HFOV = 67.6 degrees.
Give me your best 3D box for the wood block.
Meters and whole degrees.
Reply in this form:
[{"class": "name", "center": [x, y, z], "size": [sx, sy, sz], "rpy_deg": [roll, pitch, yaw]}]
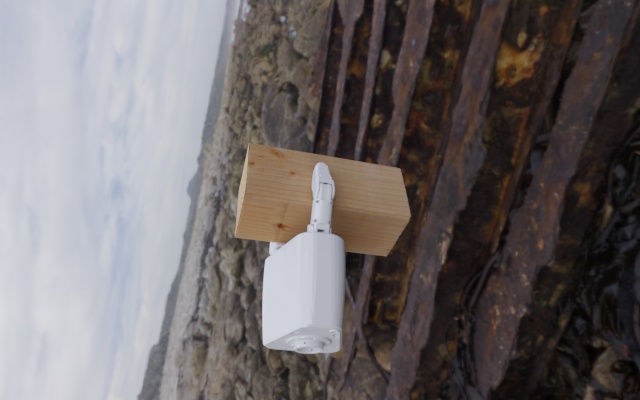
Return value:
[{"class": "wood block", "center": [0.000, 0.002, 0.624], "size": [0.206, 0.090, 0.091], "rpy_deg": [8, -43, -13]}]
